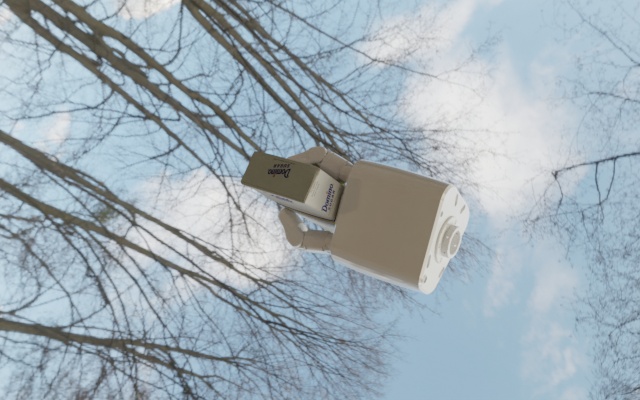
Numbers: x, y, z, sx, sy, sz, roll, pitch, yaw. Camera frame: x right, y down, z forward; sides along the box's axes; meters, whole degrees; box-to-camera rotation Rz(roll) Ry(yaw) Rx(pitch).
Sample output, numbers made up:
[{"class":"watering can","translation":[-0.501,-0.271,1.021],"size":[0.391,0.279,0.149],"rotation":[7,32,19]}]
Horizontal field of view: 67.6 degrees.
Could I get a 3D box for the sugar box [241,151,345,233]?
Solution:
[{"class":"sugar box","translation":[0.000,0.001,0.553],"size":[0.093,0.048,0.176],"rotation":[17,-11,35]}]
